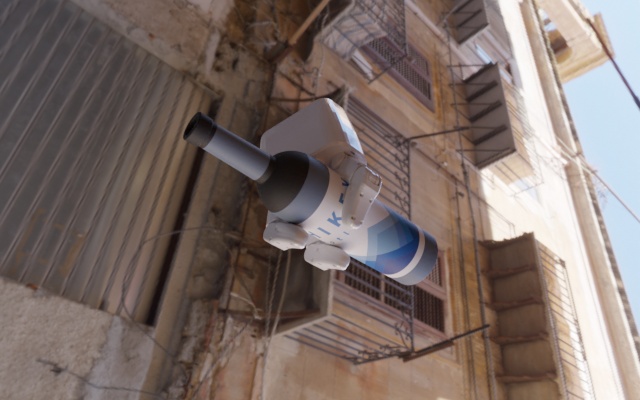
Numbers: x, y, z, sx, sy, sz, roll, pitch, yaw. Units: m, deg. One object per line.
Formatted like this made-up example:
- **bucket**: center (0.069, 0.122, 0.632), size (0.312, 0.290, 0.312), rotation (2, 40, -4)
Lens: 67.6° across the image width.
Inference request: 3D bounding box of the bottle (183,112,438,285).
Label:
- **bottle**: center (0.000, 0.002, 0.477), size (0.296, 0.069, 0.069), rotation (31, -17, -31)
